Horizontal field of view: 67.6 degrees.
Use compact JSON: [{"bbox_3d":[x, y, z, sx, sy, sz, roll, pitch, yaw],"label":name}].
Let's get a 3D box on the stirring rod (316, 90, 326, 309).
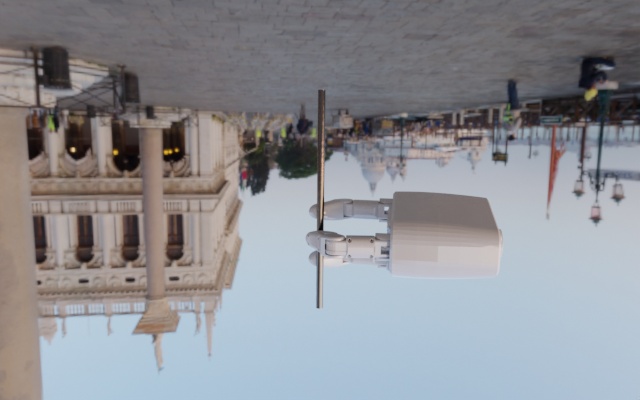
[{"bbox_3d":[0.000,0.002,0.523,0.011,0.239,0.011,1,8,0],"label":"stirring rod"}]
